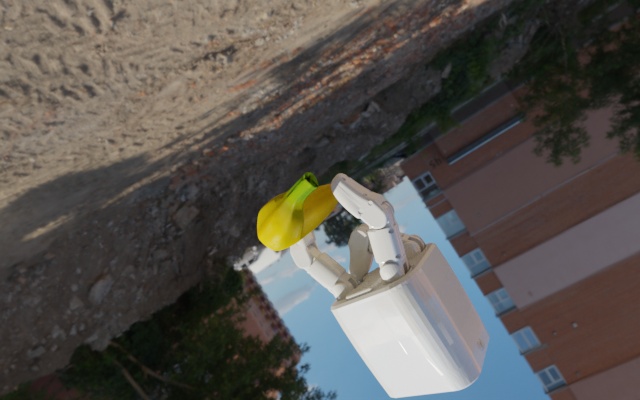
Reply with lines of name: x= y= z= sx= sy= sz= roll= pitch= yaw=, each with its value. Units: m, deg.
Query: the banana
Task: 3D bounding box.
banana: x=-0.016 y=0.011 z=0.406 sx=0.069 sy=0.037 sz=0.198 roll=-32 pitch=-2 yaw=5
